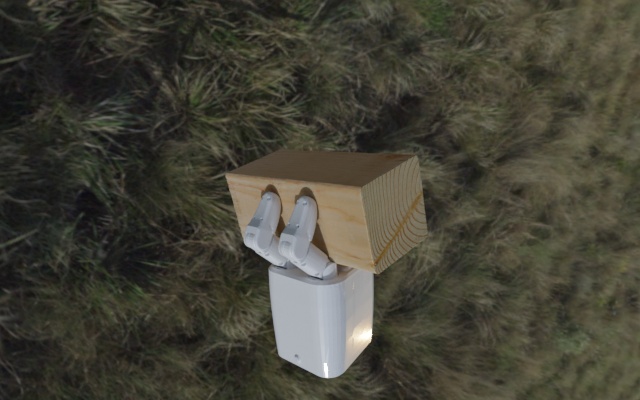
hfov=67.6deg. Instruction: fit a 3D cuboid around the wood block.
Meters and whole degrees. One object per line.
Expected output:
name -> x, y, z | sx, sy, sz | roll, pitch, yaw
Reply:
wood block -> 0.000, 0.002, 0.520 | 0.206, 0.090, 0.091 | 8, 28, 44
